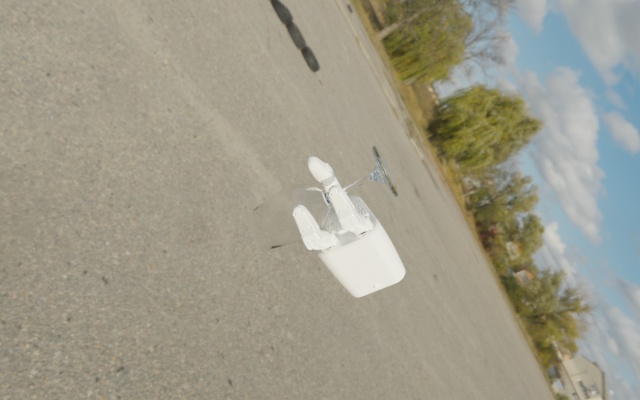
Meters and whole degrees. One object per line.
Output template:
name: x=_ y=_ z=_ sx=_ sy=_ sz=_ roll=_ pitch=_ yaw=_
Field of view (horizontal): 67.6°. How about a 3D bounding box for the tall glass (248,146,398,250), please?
tall glass: x=0.001 y=0.002 z=0.656 sx=0.201 sy=0.079 sz=0.079 roll=-25 pitch=-7 yaw=16
